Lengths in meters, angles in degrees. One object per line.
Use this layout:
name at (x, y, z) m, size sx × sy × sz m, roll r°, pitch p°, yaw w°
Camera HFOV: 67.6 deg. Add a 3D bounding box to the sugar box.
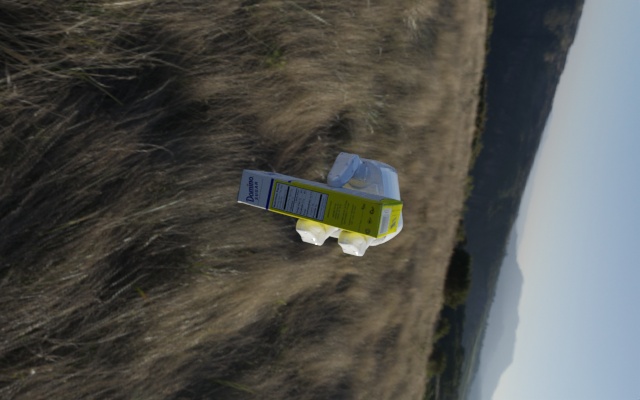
sugar box at (0.000, 0.002, 0.569) m, size 0.176 × 0.048 × 0.093 m, roll 11°, pitch 5°, yaw 22°
